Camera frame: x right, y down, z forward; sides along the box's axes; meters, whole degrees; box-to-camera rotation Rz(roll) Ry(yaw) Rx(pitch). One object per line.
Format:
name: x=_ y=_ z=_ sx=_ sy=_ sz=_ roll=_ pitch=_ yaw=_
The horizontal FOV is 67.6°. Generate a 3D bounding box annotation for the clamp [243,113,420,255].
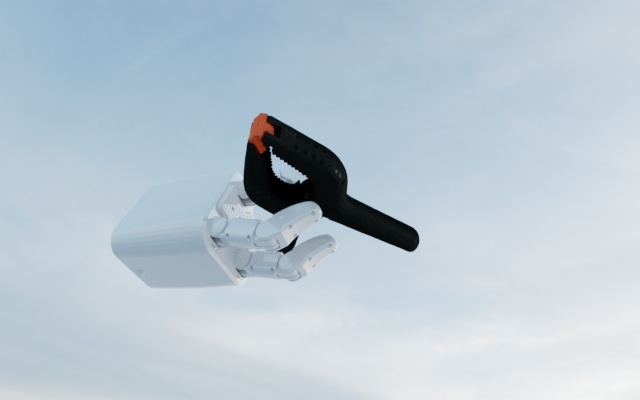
clamp: x=0.000 y=0.001 z=0.449 sx=0.164 sy=0.036 sz=0.210 roll=-8 pitch=-40 yaw=15
